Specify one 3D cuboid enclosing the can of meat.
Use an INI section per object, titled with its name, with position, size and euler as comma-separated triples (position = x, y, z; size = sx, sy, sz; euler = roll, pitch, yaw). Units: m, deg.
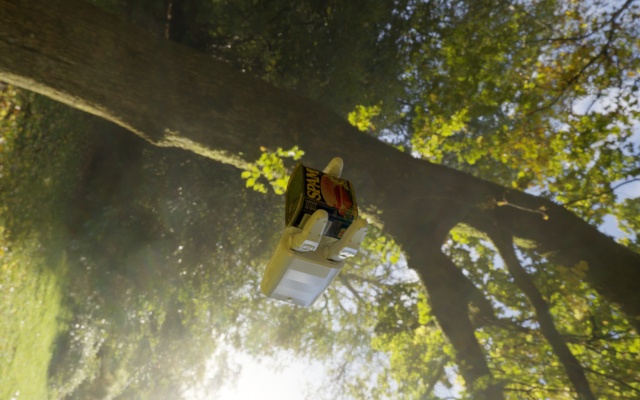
[can of meat]
position = 0.000, 0.002, 0.656
size = 0.084, 0.057, 0.102
euler = 18, 34, -16
